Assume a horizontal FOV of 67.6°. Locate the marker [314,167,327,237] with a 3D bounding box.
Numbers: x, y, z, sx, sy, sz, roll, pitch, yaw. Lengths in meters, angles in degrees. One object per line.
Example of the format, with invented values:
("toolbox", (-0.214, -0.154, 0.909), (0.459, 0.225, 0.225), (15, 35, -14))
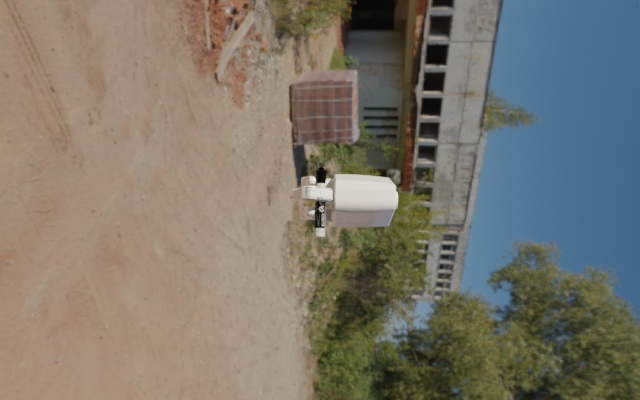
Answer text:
("marker", (0.000, 0.003, 0.827), (0.020, 0.121, 0.020), (2, -5, 0))
